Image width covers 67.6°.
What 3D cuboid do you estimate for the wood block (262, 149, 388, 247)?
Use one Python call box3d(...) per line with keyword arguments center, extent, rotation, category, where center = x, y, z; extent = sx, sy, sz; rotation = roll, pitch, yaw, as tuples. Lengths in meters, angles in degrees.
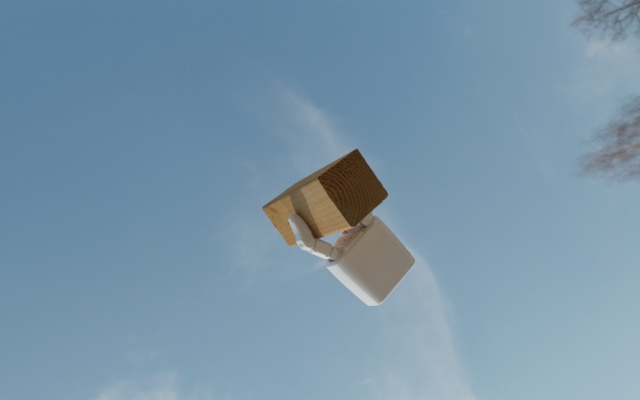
box3d(center=(0.000, 0.003, 0.776), extent=(0.090, 0.090, 0.206), rotation=(-39, 8, -31), category="wood block")
